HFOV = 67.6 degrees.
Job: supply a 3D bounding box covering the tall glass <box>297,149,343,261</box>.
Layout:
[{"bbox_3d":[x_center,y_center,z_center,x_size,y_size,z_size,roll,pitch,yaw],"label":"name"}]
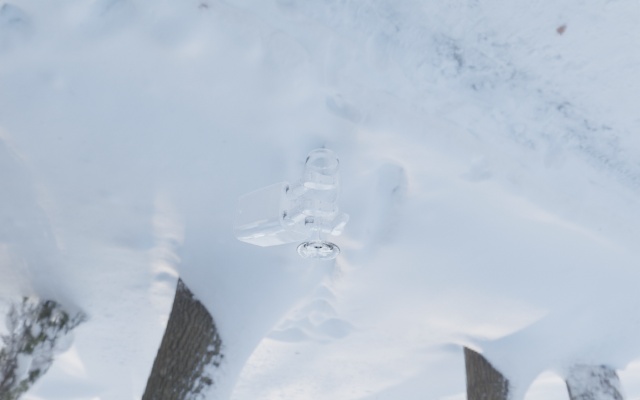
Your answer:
[{"bbox_3d":[0.000,0.003,0.861,0.079,0.201,0.079,2,-33,1],"label":"tall glass"}]
